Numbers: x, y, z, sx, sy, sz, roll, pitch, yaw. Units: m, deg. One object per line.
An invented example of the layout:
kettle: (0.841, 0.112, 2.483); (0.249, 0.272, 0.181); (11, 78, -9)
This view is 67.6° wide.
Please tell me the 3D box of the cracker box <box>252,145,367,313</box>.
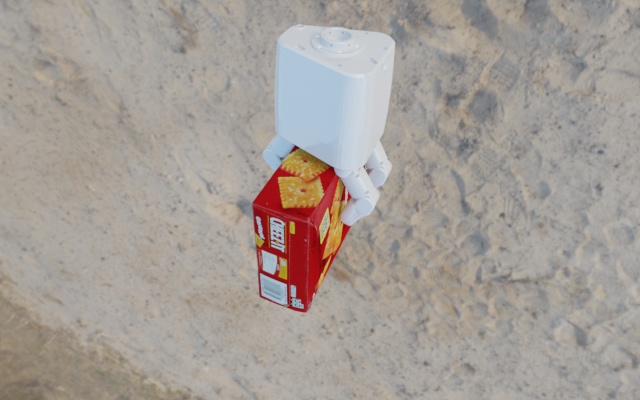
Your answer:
cracker box: (0.000, 0.002, 0.575); (0.072, 0.164, 0.213); (18, 46, 15)
